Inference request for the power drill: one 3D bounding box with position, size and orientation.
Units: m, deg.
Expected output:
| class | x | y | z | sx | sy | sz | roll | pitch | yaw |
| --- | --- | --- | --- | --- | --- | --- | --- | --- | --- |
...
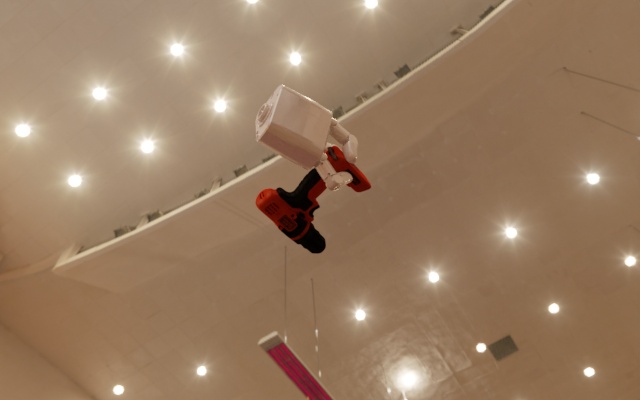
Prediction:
| class | x | y | z | sx | sy | sz | roll | pitch | yaw |
| --- | --- | --- | --- | --- | --- | --- | --- | --- | --- |
| power drill | 0.000 | 0.002 | 0.897 | 0.184 | 0.187 | 0.057 | 44 | 11 | -35 |
